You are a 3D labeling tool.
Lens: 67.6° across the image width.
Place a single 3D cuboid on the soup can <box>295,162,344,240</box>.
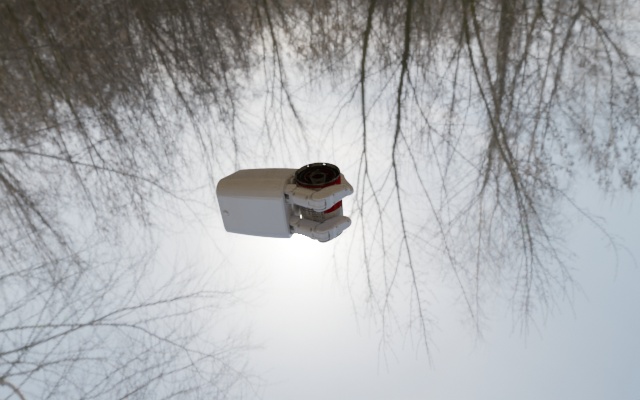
[{"bbox_3d":[0.001,0.003,0.725,0.068,0.102,0.068,-5,31,3],"label":"soup can"}]
